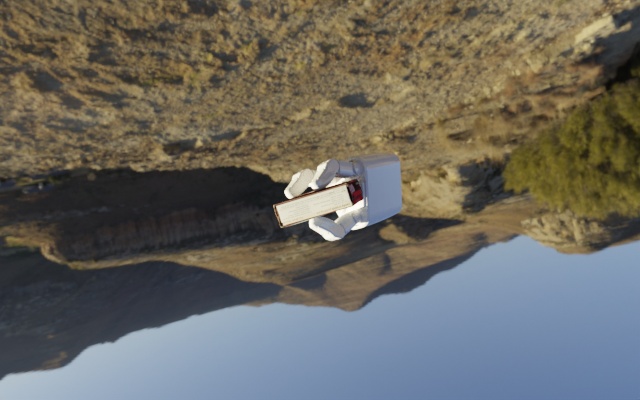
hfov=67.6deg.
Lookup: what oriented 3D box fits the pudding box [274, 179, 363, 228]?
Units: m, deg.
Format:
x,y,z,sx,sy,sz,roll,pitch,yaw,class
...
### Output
x,y,z,sx,sy,sz,roll,pitch,yaw,class
0.000,0.002,0.695,0.113,0.039,0.090,-19,0,14,pudding box
